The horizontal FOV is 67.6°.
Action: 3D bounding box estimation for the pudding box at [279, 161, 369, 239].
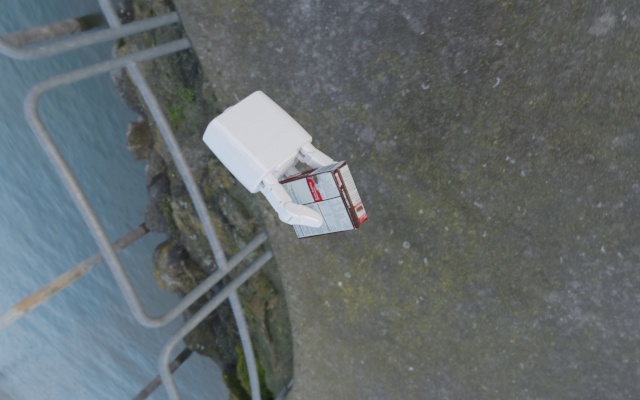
[{"bbox_3d":[0.000,0.002,0.668,0.113,0.090,0.039,-12,16,42],"label":"pudding box"}]
